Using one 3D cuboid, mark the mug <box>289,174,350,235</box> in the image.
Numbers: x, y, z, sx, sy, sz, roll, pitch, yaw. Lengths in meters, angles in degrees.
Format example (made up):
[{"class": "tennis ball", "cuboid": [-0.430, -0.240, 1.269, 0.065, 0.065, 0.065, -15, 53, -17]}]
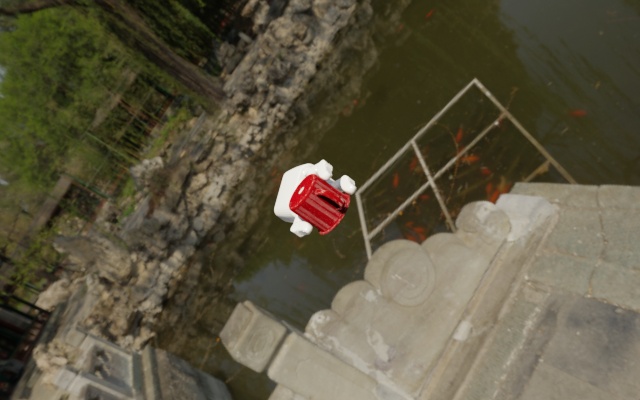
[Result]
[{"class": "mug", "cuboid": [0.001, 0.003, 0.876, 0.081, 0.093, 0.117, 35, -19, -19]}]
